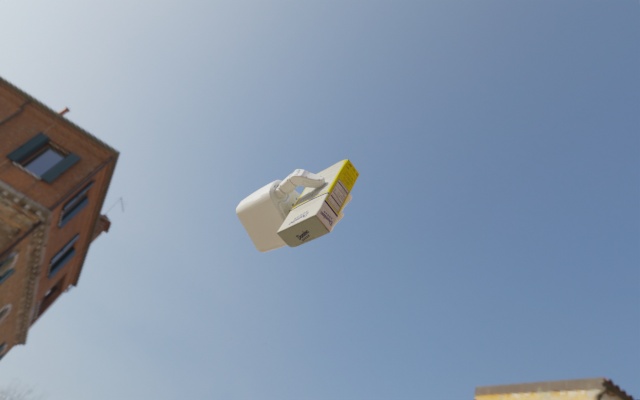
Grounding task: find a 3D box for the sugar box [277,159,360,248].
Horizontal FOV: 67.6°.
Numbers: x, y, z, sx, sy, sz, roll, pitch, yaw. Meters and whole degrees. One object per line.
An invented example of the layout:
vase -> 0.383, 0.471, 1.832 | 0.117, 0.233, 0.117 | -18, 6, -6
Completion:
sugar box -> 0.000, 0.003, 0.834 | 0.093, 0.048, 0.176 | -26, 24, 37
